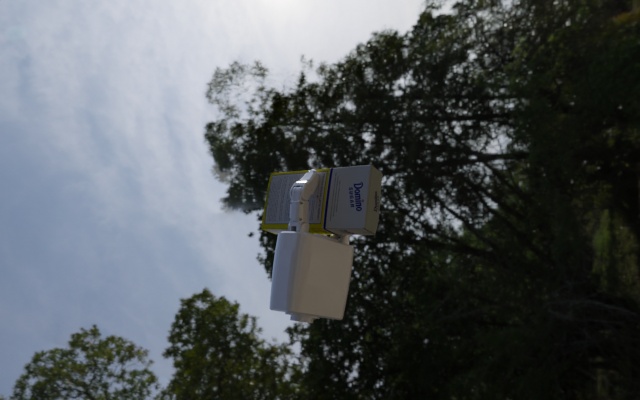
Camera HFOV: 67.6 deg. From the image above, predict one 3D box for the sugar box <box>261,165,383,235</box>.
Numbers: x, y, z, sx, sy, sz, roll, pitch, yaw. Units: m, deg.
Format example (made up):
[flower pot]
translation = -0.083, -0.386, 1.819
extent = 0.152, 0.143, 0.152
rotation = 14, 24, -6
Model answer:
[sugar box]
translation = 0.000, 0.003, 0.697
extent = 0.176, 0.093, 0.048
rotation = 0, -16, 30
